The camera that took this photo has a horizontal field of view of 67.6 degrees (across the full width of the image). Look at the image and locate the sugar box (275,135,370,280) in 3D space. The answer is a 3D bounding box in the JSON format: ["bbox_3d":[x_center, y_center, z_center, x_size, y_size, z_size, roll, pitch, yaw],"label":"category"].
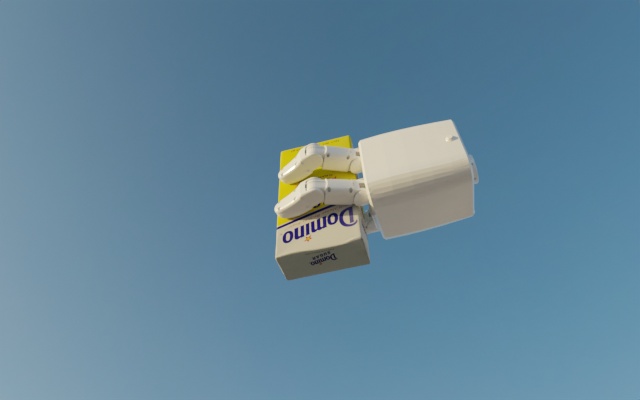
[{"bbox_3d":[0.000,0.001,0.543,0.093,0.048,0.176,-13,40,9],"label":"sugar box"}]
